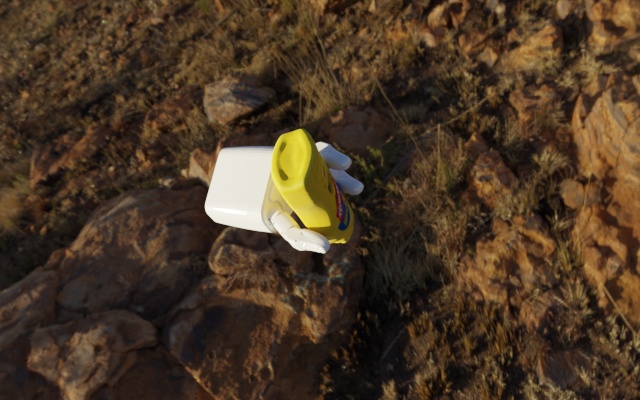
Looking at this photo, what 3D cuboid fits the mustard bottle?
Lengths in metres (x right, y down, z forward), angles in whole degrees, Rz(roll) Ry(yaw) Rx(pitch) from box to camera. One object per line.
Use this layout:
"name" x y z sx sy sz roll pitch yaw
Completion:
"mustard bottle" 0.000 0.002 0.628 0.058 0.096 0.192 -16 -39 14
